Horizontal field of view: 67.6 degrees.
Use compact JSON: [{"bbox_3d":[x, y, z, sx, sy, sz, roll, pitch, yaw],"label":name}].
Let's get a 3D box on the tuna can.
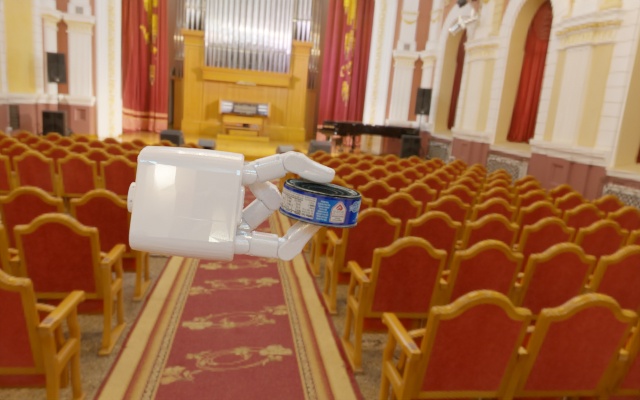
[{"bbox_3d":[0.000,0.001,0.512,0.086,0.034,0.086,10,10,-2],"label":"tuna can"}]
